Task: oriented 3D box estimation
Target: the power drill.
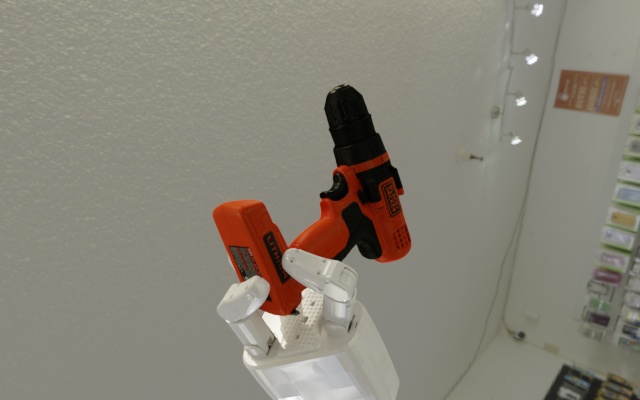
[{"bbox_3d":[0.000,0.002,0.437,0.187,0.184,0.057,-29,14,-35],"label":"power drill"}]
